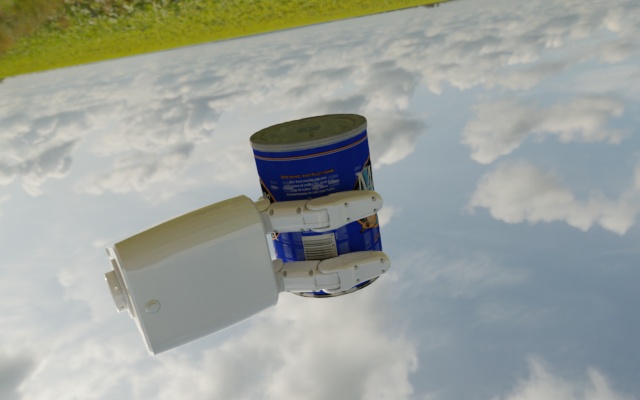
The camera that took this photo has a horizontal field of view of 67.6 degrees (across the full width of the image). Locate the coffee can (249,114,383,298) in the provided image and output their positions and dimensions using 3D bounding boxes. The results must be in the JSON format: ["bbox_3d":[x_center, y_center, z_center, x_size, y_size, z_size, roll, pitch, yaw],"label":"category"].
[{"bbox_3d":[0.000,0.001,0.435,0.103,0.140,0.102,-9,20,3],"label":"coffee can"}]
